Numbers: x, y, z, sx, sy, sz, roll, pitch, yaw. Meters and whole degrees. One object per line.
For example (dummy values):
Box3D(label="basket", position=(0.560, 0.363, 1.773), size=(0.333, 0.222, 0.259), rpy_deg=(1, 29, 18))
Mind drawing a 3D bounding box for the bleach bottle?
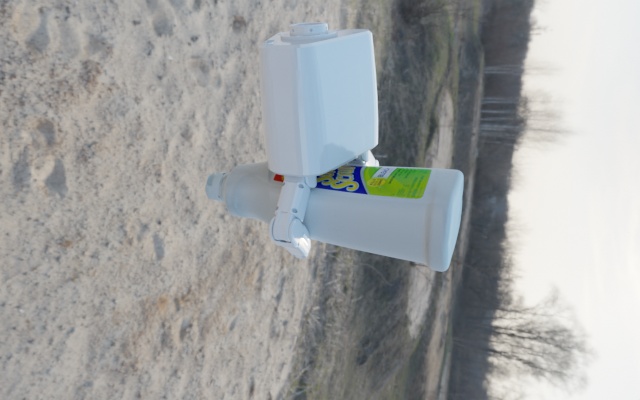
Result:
Box3D(label="bleach bottle", position=(0.000, 0.001, 0.452), size=(0.251, 0.068, 0.102), rpy_deg=(6, 27, 21))
